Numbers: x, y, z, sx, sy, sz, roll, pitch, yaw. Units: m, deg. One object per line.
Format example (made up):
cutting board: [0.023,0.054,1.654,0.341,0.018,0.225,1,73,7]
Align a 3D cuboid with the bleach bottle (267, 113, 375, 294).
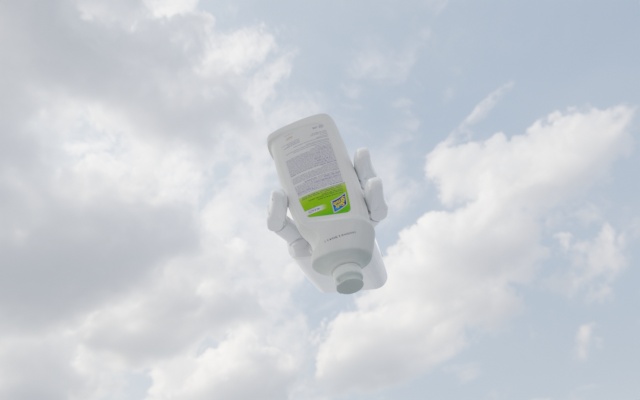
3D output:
bleach bottle: [0.000,0.002,0.571,0.102,0.250,0.068,-22,-43,9]
